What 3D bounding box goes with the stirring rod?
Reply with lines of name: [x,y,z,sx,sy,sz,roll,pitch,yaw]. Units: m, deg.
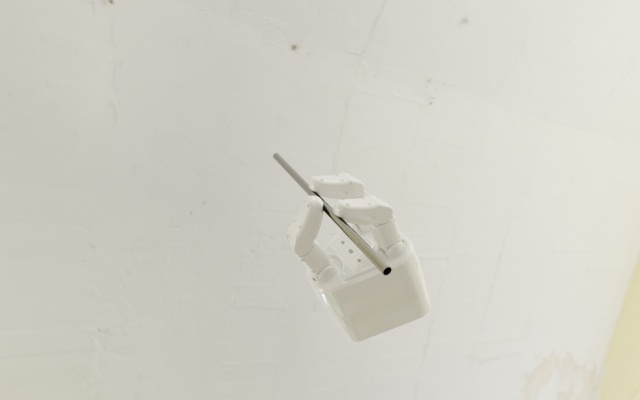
stirring rod: [0.000,0.002,0.467,0.011,0.011,0.239,0,27,-29]
